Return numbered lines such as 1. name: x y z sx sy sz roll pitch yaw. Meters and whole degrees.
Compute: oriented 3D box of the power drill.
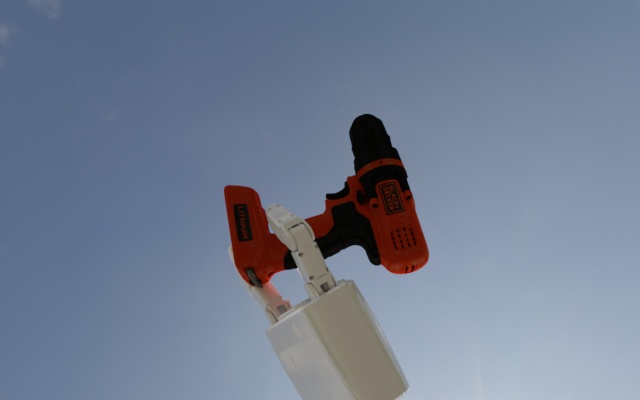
1. power drill: 0.000 0.002 0.489 0.187 0.184 0.057 -14 -30 1
